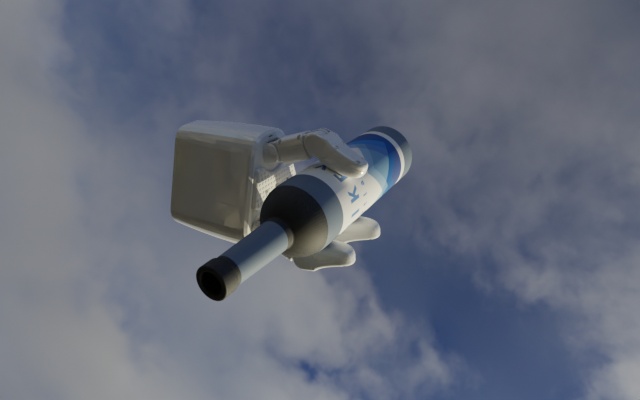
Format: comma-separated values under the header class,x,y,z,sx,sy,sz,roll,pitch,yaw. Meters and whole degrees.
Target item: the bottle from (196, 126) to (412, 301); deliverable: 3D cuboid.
class,x,y,z,sx,sy,sz,roll,pitch,yaw
bottle,0.000,0.001,0.435,0.069,0.069,0.295,0,22,33
